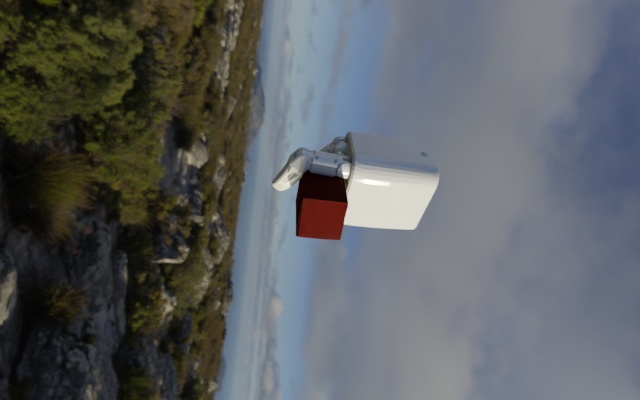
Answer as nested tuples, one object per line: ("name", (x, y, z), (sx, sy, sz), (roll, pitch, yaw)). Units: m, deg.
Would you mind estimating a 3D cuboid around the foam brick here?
("foam brick", (0.000, 0.002, 0.553), (0.051, 0.053, 0.078), (8, 31, -7))
